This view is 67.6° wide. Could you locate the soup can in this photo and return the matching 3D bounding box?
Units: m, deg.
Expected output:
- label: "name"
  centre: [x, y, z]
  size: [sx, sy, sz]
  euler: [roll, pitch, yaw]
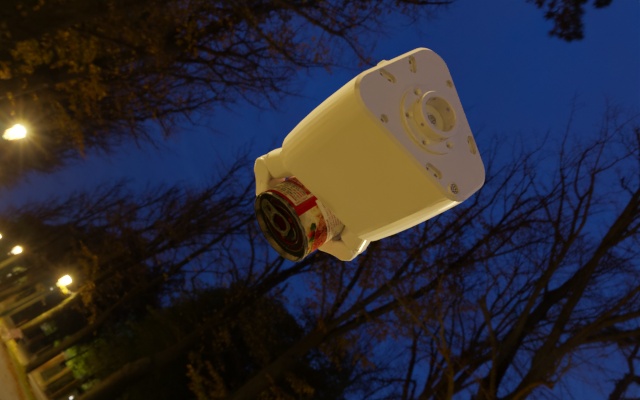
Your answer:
- label: "soup can"
  centre: [0.000, 0.002, 0.440]
  size: [0.102, 0.068, 0.068]
  euler: [-32, 19, -33]
